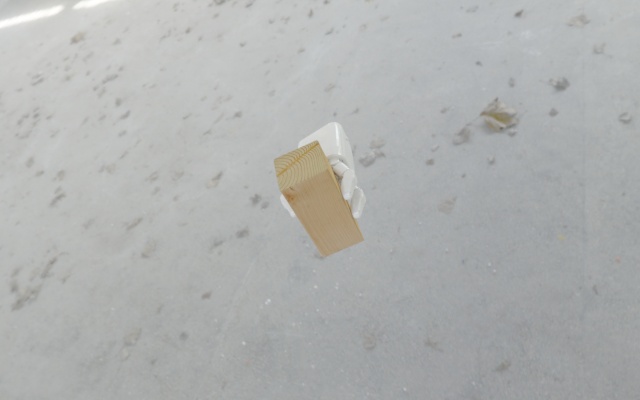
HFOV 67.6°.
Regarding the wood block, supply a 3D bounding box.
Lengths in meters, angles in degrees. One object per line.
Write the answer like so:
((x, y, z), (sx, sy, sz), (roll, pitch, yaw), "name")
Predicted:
((0.000, 0.003, 0.892), (0.091, 0.090, 0.206), (-24, -46, 6), "wood block")
